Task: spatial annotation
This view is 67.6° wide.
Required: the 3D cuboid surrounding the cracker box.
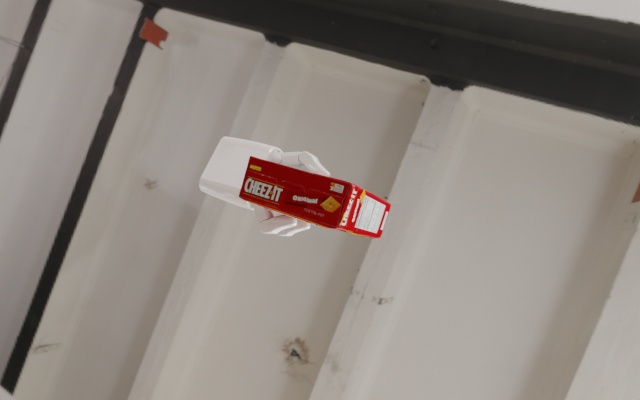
[{"bbox_3d":[0.000,0.002,0.743,0.164,0.072,0.214,16,-1,23],"label":"cracker box"}]
